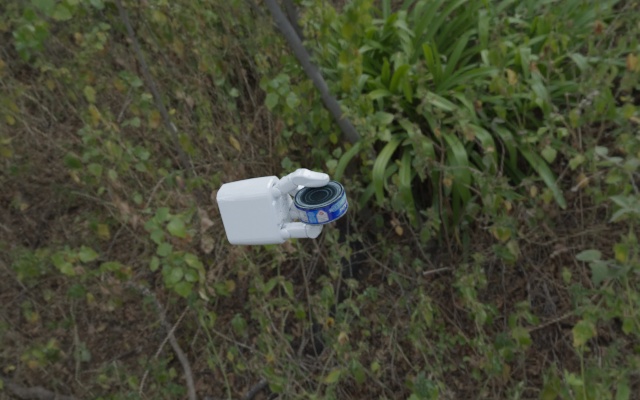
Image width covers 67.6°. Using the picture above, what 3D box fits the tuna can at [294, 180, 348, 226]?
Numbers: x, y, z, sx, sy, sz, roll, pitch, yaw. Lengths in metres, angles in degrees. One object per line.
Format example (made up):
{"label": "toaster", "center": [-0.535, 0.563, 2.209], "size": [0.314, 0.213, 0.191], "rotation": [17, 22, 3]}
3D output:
{"label": "tuna can", "center": [0.000, 0.002, 0.775], "size": [0.086, 0.034, 0.086], "rotation": [-11, 31, 7]}
